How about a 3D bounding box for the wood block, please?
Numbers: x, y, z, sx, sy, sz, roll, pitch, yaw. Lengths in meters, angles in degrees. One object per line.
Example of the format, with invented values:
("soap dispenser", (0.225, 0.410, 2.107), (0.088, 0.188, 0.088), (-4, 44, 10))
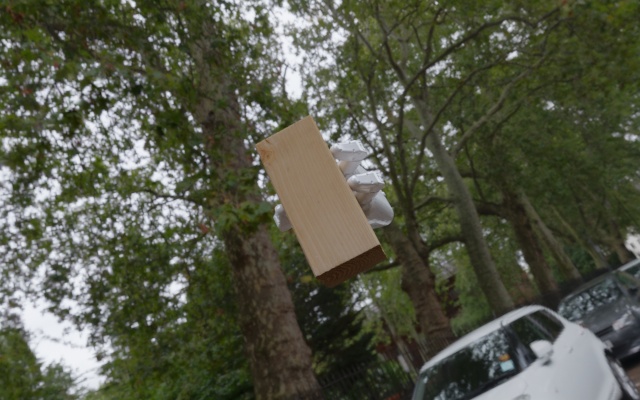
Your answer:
("wood block", (0.000, 0.002, 0.652), (0.091, 0.206, 0.090), (-28, -23, 4))
